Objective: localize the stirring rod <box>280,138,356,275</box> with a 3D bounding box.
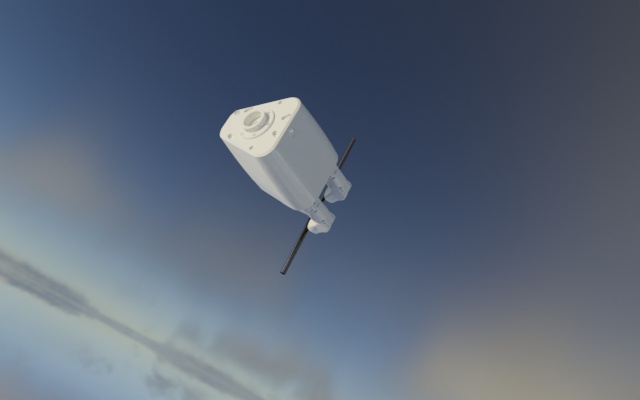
[{"bbox_3d":[0.000,0.002,0.700,0.011,0.239,0.011,23,-24,11],"label":"stirring rod"}]
